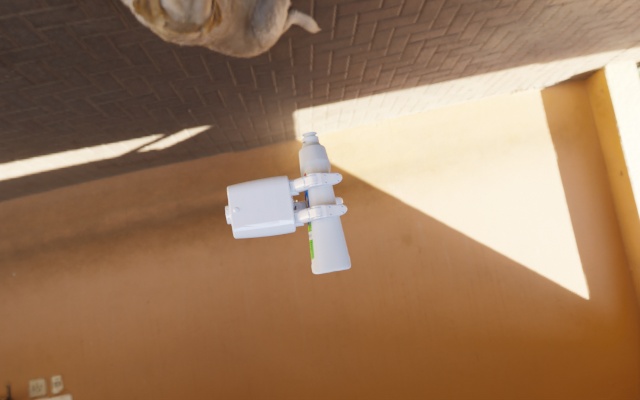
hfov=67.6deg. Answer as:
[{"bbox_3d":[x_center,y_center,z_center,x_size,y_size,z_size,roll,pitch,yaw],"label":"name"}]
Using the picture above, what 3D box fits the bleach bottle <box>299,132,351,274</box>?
[{"bbox_3d":[0.000,0.003,0.860,0.068,0.251,0.102,-9,-8,-6],"label":"bleach bottle"}]
